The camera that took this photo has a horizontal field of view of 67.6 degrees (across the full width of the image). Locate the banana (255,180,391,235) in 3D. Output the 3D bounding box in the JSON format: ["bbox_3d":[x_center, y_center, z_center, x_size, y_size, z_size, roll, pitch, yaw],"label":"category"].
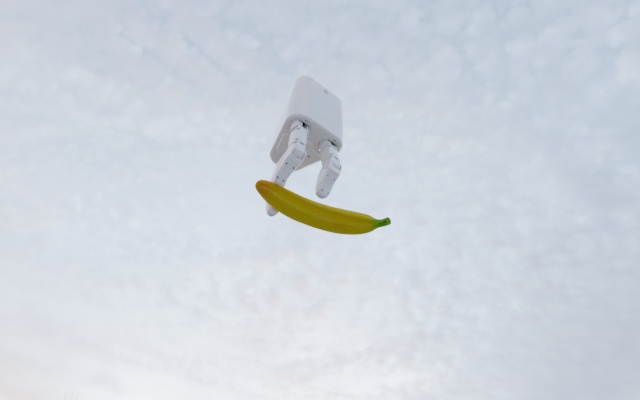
[{"bbox_3d":[-0.002,0.014,0.693,0.198,0.037,0.070,15,-39,-8],"label":"banana"}]
